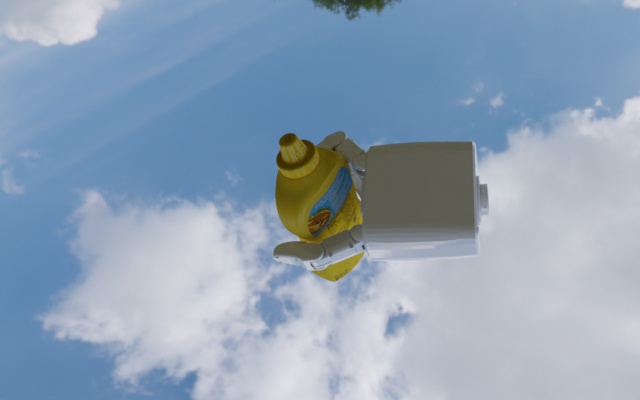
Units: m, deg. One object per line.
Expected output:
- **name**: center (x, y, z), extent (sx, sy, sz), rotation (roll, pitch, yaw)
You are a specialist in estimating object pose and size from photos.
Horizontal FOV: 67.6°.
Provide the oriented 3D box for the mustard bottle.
- **mustard bottle**: center (0.000, 0.002, 0.507), extent (0.058, 0.096, 0.192), rotation (20, -27, 34)
